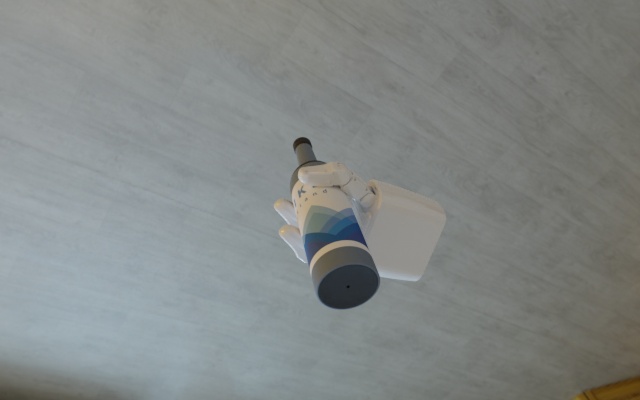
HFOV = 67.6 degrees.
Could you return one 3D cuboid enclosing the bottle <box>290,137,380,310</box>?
[{"bbox_3d":[0.000,0.002,0.591,0.069,0.069,0.295,0,35,-13],"label":"bottle"}]
